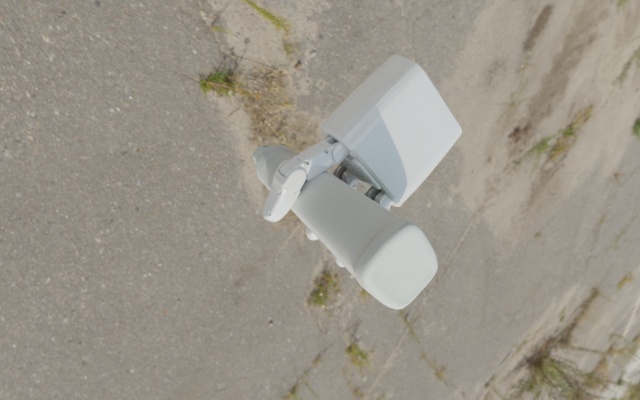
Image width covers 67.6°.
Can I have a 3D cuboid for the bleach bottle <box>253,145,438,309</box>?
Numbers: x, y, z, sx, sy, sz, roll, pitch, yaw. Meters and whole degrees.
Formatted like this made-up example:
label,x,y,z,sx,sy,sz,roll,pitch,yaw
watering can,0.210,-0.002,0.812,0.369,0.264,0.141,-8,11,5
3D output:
label,x,y,z,sx,sy,sz,roll,pitch,yaw
bleach bottle,0.000,0.002,0.484,0.250,0.068,0.103,39,-6,41
